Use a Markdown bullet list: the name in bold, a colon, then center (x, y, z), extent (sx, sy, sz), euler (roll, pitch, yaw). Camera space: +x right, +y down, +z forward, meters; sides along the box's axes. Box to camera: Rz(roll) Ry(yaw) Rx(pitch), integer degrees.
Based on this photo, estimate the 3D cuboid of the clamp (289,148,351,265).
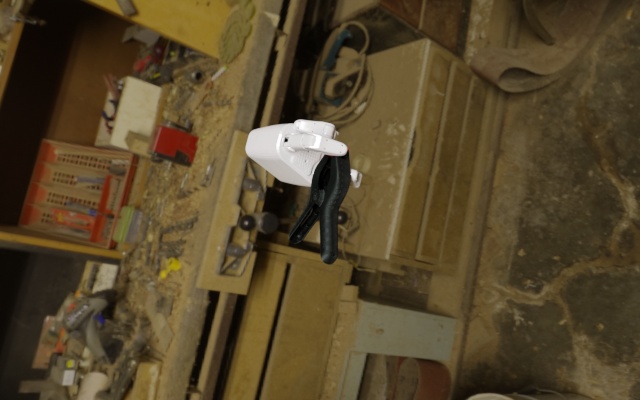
- **clamp**: center (0.000, 0.002, 0.709), extent (0.039, 0.171, 0.120), euler (17, -6, -38)
